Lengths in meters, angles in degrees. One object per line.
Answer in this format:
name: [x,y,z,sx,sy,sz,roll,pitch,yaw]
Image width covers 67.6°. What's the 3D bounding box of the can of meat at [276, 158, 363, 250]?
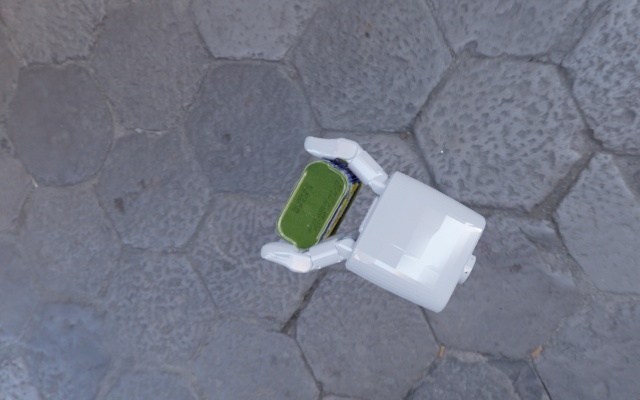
can of meat: [0.000,0.002,0.538,0.057,0.102,0.084,31,12,9]
